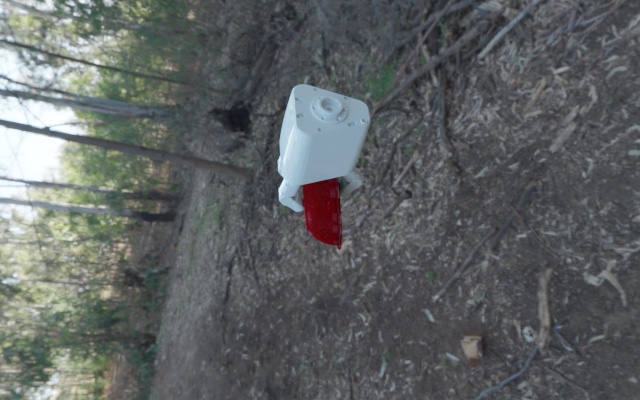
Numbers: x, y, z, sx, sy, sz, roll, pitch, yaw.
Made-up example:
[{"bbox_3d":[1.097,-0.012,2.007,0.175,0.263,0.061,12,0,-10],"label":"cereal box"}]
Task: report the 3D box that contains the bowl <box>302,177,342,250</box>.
[{"bbox_3d":[0.000,0.004,0.784,0.055,0.162,0.162,-5,0,-1],"label":"bowl"}]
